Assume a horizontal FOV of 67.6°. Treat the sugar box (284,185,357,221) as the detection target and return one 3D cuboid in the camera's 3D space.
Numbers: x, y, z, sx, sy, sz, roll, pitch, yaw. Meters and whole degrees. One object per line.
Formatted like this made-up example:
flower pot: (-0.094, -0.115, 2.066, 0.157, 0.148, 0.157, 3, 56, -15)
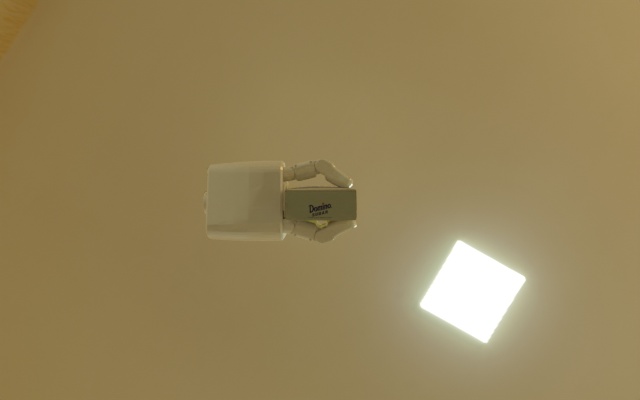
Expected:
sugar box: (0.000, 0.003, 0.682, 0.093, 0.048, 0.176, 0, 5, 1)
